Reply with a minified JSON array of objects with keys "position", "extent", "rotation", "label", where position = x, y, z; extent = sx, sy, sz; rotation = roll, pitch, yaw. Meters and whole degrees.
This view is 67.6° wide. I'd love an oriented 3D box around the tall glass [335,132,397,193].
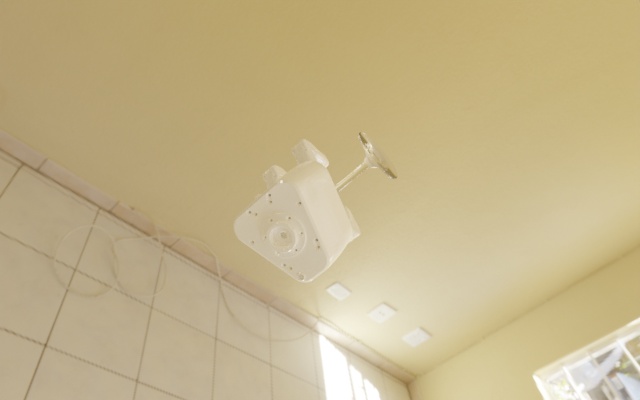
[{"position":[0.001,0.002,0.631],"extent":[0.201,0.079,0.079],"rotation":[-39,-16,21],"label":"tall glass"}]
